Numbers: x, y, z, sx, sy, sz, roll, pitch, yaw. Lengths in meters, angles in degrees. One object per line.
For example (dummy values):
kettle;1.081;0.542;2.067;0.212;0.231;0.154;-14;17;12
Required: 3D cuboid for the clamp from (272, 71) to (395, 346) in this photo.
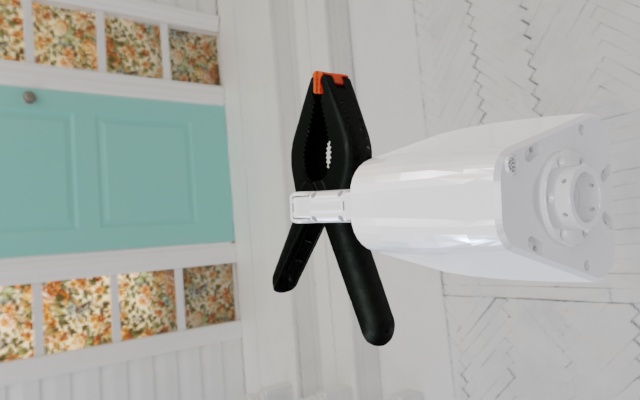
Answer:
clamp;-0.001;0.001;0.404;0.036;0.210;0.164;-2;-1;-33
